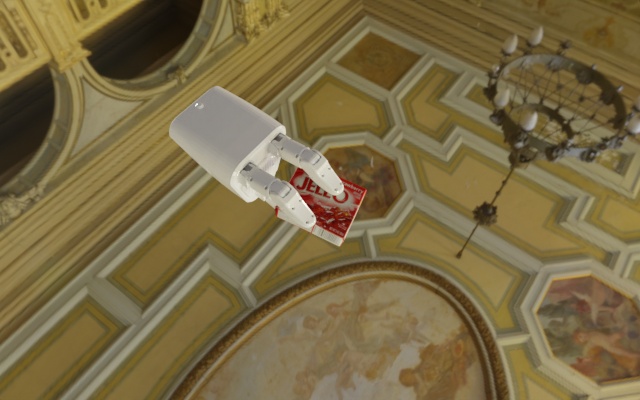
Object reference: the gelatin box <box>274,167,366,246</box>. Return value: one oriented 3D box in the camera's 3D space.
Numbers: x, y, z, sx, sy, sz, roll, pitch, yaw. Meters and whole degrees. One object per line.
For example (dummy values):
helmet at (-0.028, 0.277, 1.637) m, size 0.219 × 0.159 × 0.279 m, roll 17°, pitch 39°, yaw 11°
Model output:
gelatin box at (0.000, 0.002, 0.572) m, size 0.089 × 0.073 × 0.030 m, roll 25°, pitch -27°, yaw 3°
